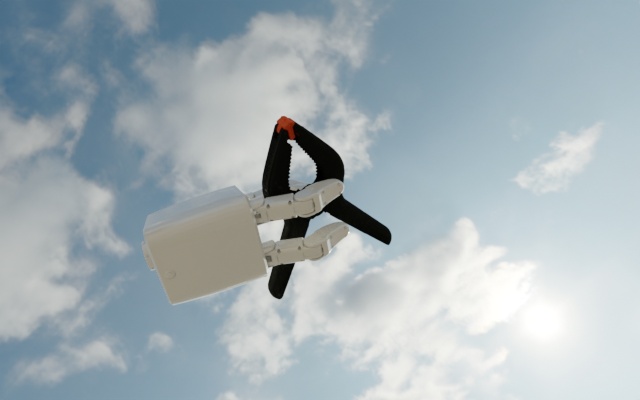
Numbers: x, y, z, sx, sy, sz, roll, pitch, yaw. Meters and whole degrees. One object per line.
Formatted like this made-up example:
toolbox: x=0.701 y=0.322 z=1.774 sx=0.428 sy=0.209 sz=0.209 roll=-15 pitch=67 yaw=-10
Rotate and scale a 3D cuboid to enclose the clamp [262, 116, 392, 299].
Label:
clamp: x=-0.001 y=0.001 z=0.539 sx=0.164 sy=0.210 sz=0.036 roll=-19 pitch=30 yaw=-16
